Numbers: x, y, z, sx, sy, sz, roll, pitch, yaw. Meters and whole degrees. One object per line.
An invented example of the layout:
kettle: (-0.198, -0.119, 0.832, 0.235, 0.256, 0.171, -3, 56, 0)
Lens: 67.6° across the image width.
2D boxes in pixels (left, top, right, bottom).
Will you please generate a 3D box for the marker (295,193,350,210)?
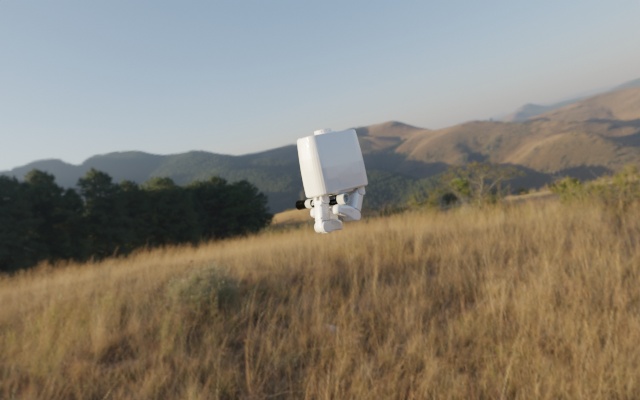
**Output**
marker: (0.000, 0.003, 0.866, 0.121, 0.020, 0.020, -9, -6, 41)
